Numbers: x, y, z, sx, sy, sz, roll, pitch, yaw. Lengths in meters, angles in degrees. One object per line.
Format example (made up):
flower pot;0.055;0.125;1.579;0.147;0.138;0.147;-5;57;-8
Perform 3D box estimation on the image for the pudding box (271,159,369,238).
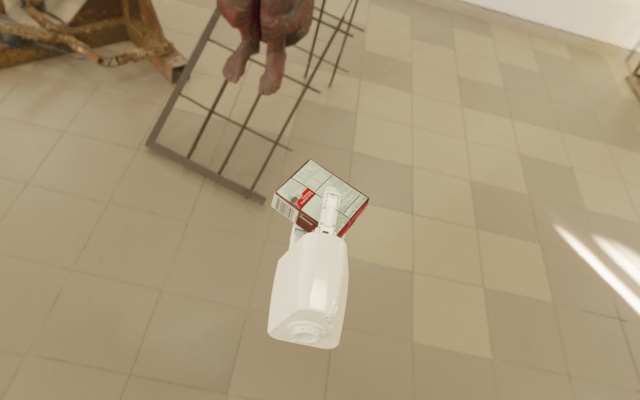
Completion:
pudding box;0.000;0.002;0.689;0.113;0.090;0.039;36;-36;12
